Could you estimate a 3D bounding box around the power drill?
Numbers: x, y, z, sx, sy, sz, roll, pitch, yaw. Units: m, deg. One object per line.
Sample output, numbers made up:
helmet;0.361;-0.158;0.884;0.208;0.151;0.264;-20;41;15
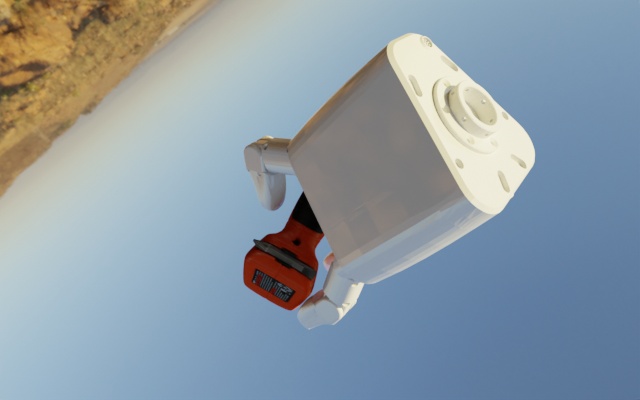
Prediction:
power drill;0.000;0.002;0.428;0.057;0.187;0.184;28;-23;2
